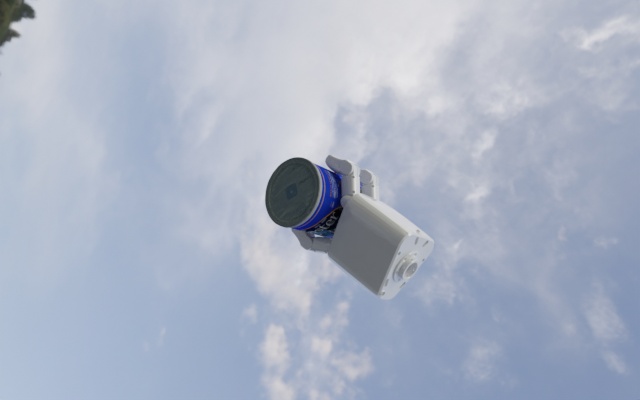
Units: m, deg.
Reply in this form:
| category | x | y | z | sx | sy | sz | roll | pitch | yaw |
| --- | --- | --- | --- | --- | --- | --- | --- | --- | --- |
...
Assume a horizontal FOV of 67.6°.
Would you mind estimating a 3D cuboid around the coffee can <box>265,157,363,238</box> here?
| category | x | y | z | sx | sy | sz | roll | pitch | yaw |
| --- | --- | --- | --- | --- | --- | --- | --- | --- | --- |
| coffee can | 0.000 | 0.002 | 0.728 | 0.103 | 0.103 | 0.140 | 0 | -12 | 38 |
